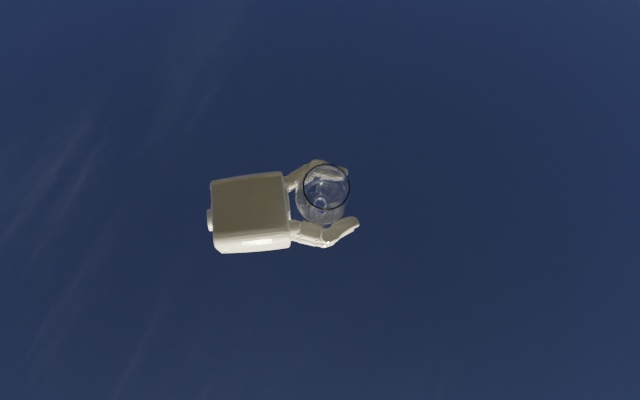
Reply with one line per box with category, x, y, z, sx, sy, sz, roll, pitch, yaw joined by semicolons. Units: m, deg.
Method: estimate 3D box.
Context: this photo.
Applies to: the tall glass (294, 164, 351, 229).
tall glass;0.000;0.002;0.709;0.079;0.079;0.201;0;-12;-5
